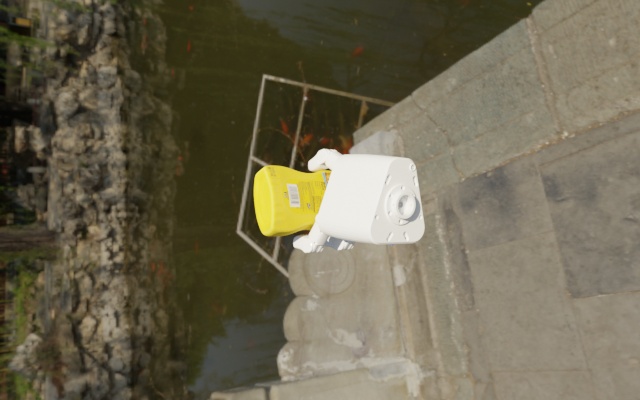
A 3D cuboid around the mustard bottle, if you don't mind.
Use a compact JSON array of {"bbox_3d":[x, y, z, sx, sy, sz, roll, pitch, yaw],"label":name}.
[{"bbox_3d":[0.000,0.002,0.703,0.191,0.096,0.058,1,-20,-34],"label":"mustard bottle"}]
